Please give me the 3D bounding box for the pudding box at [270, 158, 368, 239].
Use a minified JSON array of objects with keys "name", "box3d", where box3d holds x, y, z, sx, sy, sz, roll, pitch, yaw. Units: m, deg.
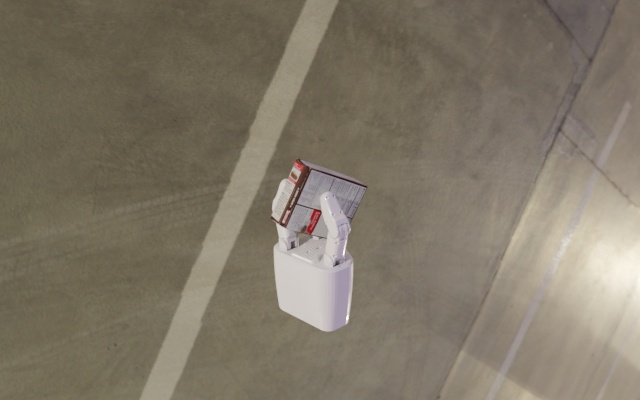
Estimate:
[{"name":"pudding box","box3d":[0.000,0.002,0.645,0.113,0.090,0.039,16,12,-43]}]
